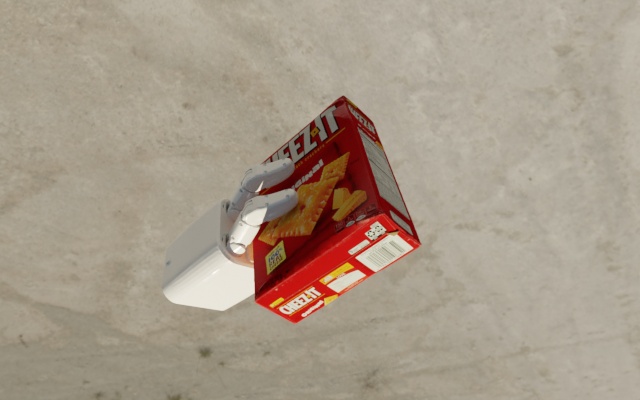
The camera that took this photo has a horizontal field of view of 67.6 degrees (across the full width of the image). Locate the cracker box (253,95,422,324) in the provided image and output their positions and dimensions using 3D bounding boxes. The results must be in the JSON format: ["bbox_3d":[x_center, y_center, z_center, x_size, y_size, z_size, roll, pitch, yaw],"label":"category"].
[{"bbox_3d":[0.000,0.002,0.533,0.164,0.213,0.072,-36,-52,21],"label":"cracker box"}]
